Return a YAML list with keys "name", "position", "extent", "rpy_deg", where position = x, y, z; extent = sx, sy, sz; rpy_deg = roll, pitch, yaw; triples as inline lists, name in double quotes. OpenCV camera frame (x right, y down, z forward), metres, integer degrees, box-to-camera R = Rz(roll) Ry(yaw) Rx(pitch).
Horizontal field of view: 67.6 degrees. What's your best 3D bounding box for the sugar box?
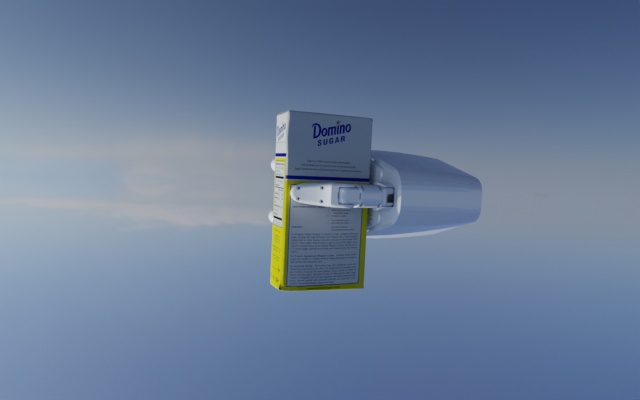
- name: "sugar box"
  position: [0.000, 0.002, 0.488]
  extent: [0.093, 0.176, 0.048]
  rpy_deg: [2, 2, -23]
